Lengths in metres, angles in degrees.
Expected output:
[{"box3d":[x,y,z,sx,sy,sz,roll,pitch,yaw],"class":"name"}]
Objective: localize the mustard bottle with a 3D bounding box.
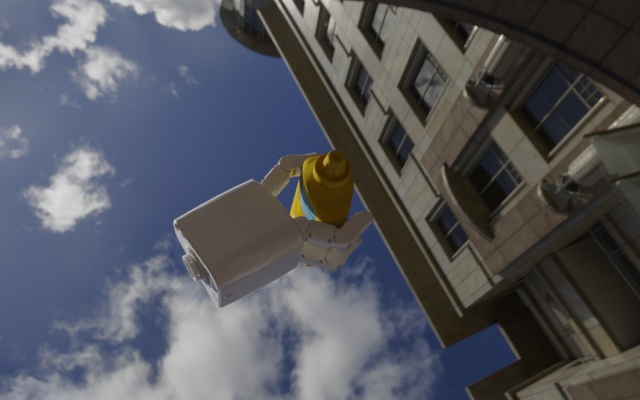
[{"box3d":[0.000,0.002,0.584,0.058,0.096,0.192,-5,-29,-14],"class":"mustard bottle"}]
